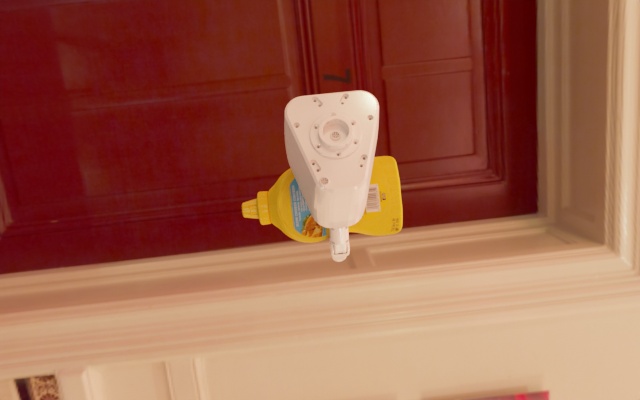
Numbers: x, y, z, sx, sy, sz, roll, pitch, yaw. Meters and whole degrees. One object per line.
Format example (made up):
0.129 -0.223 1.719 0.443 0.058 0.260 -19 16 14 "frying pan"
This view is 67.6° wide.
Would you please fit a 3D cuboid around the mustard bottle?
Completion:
0.000 0.002 0.587 0.191 0.096 0.058 -6 5 -2 "mustard bottle"
